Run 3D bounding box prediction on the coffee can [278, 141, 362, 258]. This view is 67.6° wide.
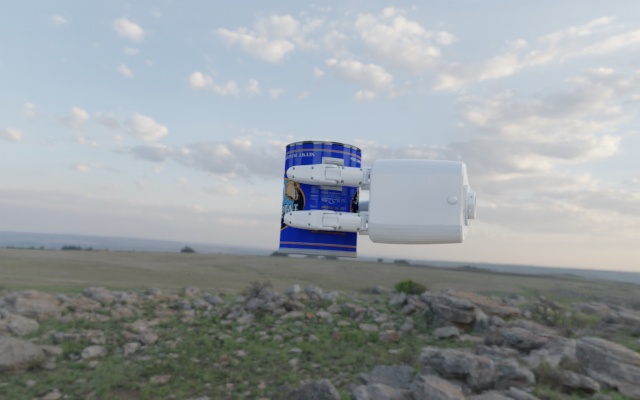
[{"bbox_3d":[0.000,0.002,0.625,0.103,0.140,0.103,3,-6,0],"label":"coffee can"}]
